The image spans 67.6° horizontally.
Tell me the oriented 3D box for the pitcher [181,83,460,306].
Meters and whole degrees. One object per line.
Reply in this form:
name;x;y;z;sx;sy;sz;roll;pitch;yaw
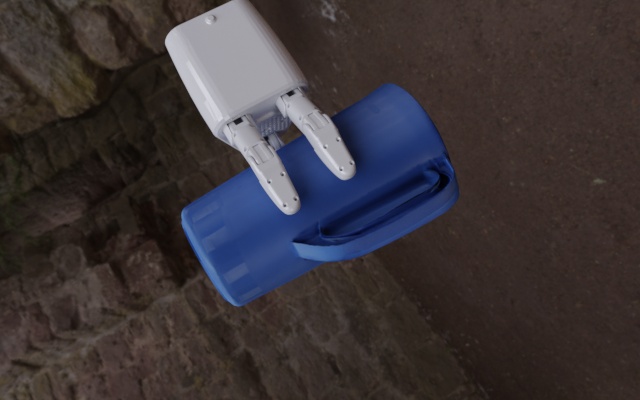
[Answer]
pitcher;0.000;0.001;0.458;0.243;0.145;0.149;-30;-11;-9
